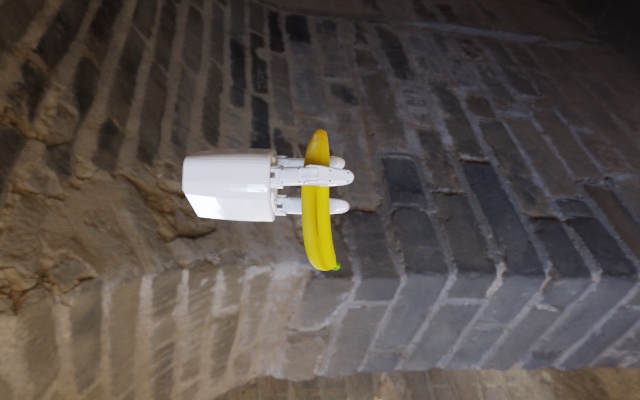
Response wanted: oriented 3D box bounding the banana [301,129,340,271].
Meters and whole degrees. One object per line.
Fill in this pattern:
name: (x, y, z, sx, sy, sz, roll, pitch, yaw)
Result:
banana: (-0.003, 0.011, 0.612, 0.037, 0.198, 0.069, -1, 17, 11)
